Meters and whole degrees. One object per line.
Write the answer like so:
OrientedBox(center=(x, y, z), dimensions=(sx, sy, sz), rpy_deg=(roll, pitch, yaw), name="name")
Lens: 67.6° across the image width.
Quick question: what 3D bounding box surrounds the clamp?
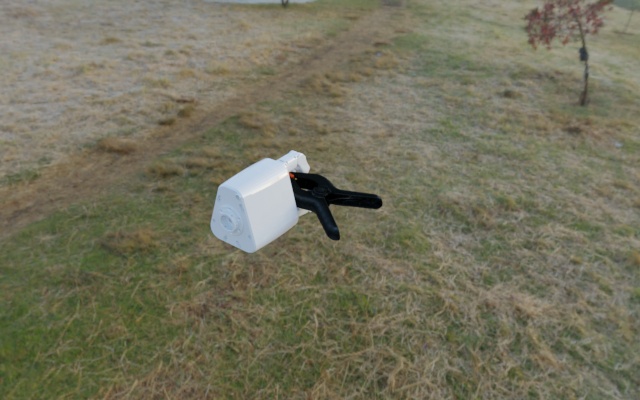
OrientedBox(center=(0.000, 0.002, 0.769), dimensions=(0.171, 0.039, 0.120), rpy_deg=(20, 36, 27), name="clamp")
